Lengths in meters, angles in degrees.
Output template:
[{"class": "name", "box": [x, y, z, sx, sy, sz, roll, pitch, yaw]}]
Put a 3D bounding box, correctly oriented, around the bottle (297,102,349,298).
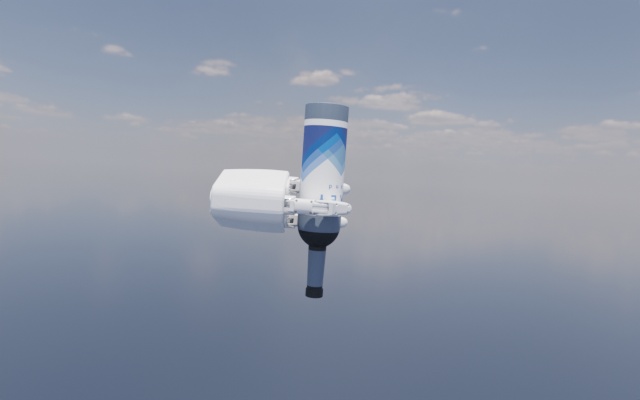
[{"class": "bottle", "box": [0.000, 0.002, 0.734, 0.069, 0.296, 0.069, 4, 3, 0]}]
